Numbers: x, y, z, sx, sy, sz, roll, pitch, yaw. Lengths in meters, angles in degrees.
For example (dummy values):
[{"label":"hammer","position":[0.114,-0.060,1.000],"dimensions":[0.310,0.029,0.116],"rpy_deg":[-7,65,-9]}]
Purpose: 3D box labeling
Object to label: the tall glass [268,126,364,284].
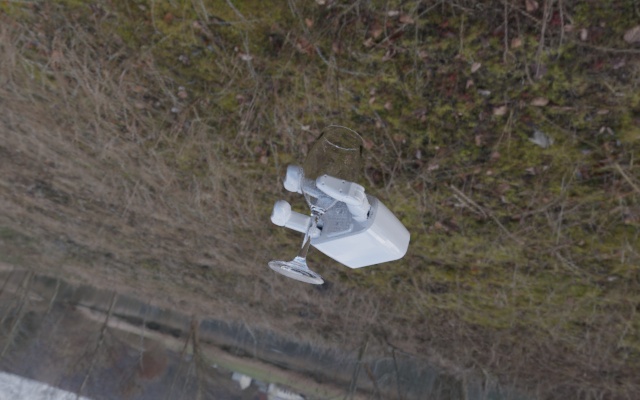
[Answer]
[{"label":"tall glass","position":[0.000,0.003,0.624],"dimensions":[0.079,0.201,0.079],"rpy_deg":[17,-20,6]}]
